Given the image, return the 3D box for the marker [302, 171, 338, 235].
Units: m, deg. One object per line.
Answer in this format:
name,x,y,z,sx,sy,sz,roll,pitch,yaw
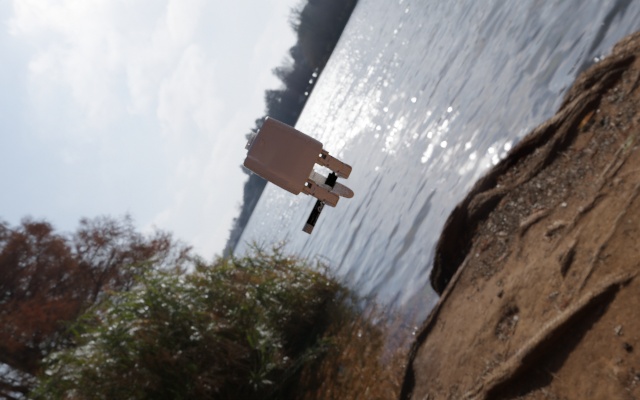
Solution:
marker,0.000,0.003,0.853,0.020,0.121,0.020,25,-6,3
